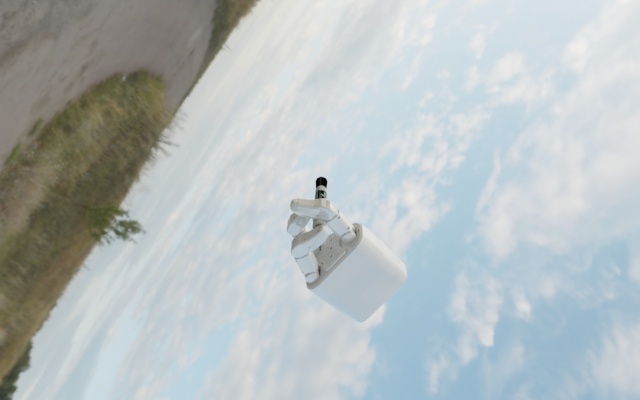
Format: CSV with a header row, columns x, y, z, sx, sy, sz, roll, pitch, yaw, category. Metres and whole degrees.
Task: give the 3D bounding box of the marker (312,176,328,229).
x,y,z,sx,sy,sz,roll,pitch,yaw,category
0.000,0.002,0.687,0.020,0.020,0.121,0,35,2,marker
